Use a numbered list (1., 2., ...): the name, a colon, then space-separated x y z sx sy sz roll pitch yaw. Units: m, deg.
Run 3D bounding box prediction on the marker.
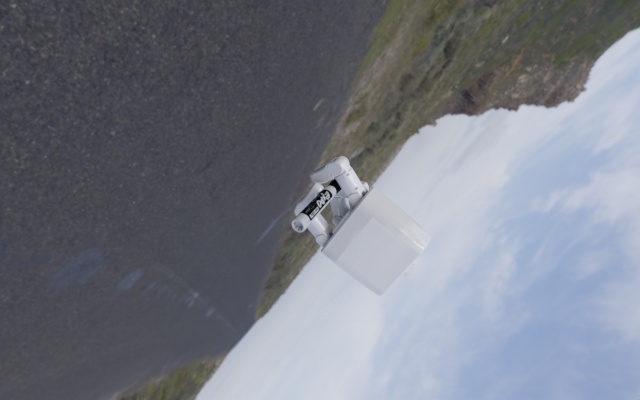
1. marker: 0.000 0.002 0.615 0.020 0.020 0.121 0 28 31
